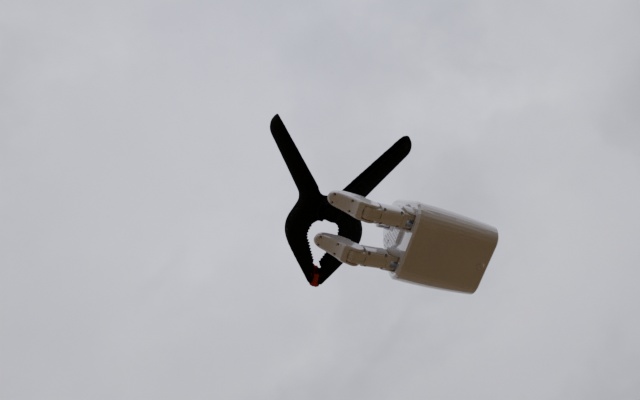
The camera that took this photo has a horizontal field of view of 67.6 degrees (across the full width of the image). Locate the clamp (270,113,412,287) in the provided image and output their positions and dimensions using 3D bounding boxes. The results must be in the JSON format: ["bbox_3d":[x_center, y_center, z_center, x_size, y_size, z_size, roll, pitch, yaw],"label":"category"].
[{"bbox_3d":[0.000,0.002,0.573,0.164,0.210,0.036,15,17,-7],"label":"clamp"}]
